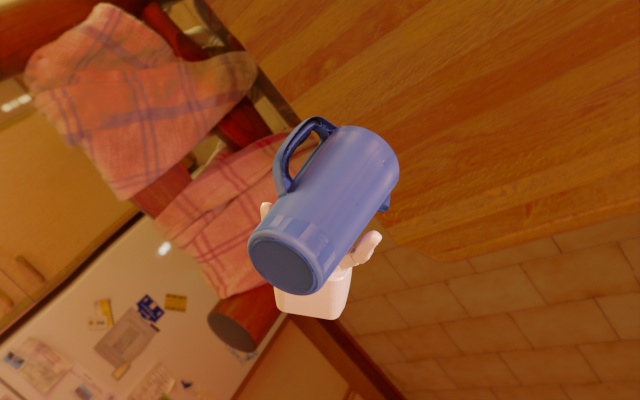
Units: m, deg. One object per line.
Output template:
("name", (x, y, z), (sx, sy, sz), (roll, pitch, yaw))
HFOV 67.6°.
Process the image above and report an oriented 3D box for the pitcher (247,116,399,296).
("pitcher", (0.000, 0.002, 0.653), (0.149, 0.145, 0.242), (21, 45, 17))
